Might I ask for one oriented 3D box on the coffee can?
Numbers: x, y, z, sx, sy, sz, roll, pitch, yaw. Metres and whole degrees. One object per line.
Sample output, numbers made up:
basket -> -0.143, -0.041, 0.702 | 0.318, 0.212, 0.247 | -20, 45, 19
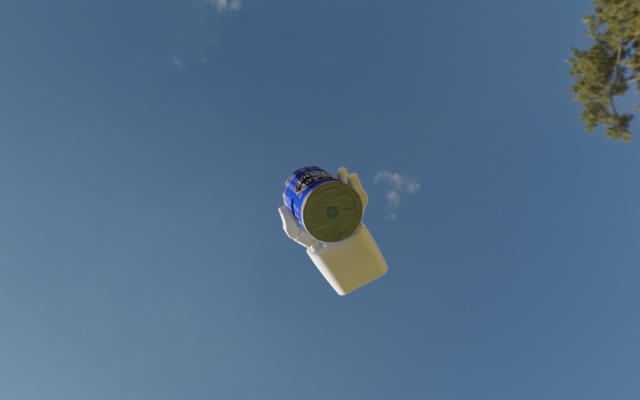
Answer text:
coffee can -> 0.000, 0.003, 0.829 | 0.103, 0.103, 0.140 | 0, 14, -18
